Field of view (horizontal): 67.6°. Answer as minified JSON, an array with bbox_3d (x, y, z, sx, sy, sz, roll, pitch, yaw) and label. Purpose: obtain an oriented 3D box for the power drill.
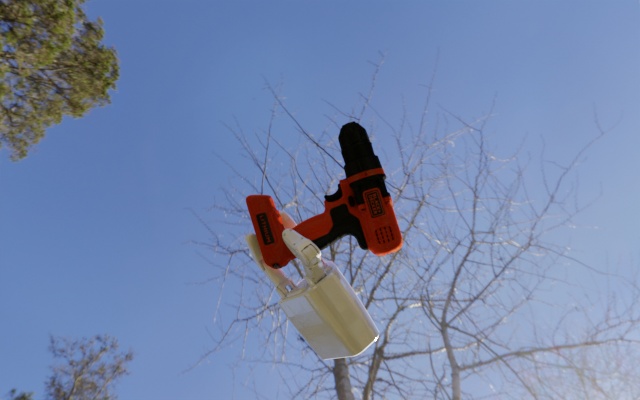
[{"bbox_3d":[0.000,0.003,0.640,0.187,0.184,0.057,-17,-9,4],"label":"power drill"}]
